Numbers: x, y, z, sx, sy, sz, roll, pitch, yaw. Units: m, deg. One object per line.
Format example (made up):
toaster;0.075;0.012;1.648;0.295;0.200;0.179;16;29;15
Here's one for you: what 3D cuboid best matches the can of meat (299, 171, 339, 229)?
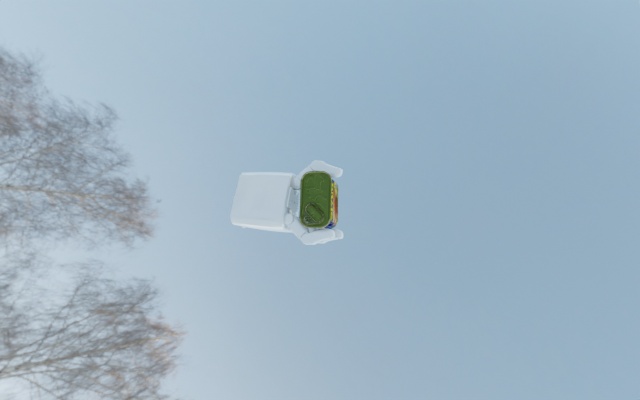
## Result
can of meat;0.000;0.003;0.883;0.057;0.102;0.084;0;-7;13
